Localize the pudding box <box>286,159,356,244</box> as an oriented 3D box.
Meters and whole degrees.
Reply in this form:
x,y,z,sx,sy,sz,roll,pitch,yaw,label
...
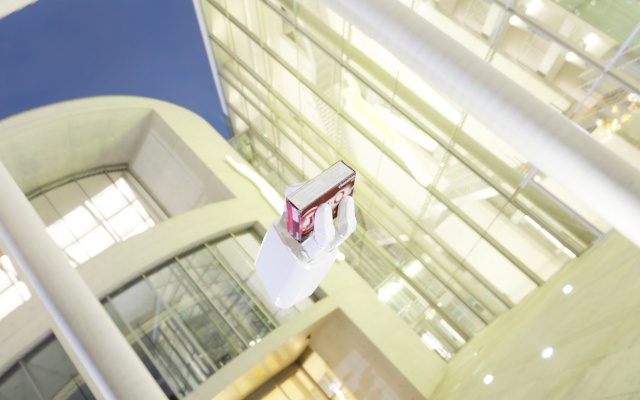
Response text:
x,y,z,sx,sy,sz,roll,pitch,yaw,label
0.000,0.002,0.719,0.113,0.039,0.090,-38,-25,-25,pudding box
